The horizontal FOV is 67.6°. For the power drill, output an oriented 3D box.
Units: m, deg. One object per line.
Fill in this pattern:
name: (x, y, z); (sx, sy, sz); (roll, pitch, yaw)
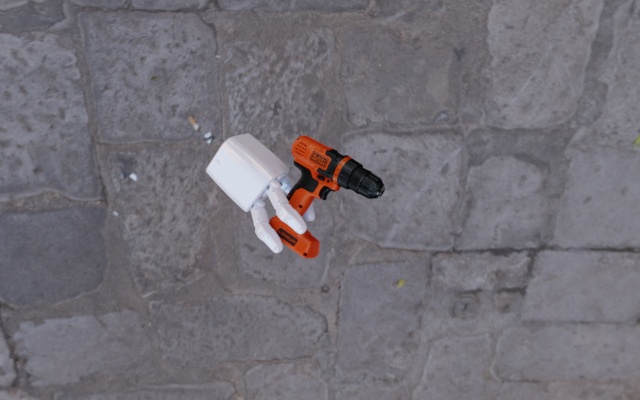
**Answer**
power drill: (0.000, 0.003, 0.828); (0.184, 0.188, 0.057); (32, 12, 25)
